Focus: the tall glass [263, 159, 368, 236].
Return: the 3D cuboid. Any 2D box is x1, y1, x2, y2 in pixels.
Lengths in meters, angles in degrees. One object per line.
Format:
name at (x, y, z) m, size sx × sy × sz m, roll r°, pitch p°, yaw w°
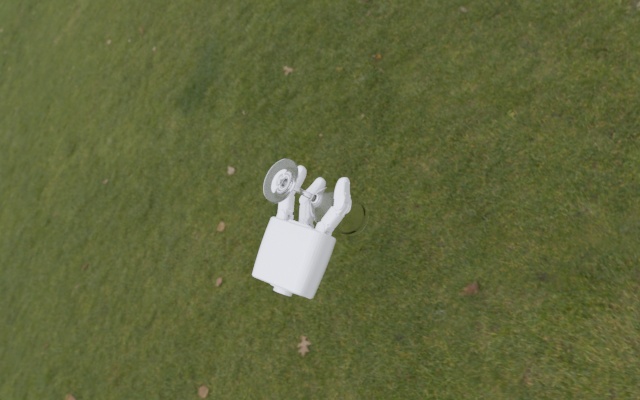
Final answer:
tall glass at (0.000, 0.002, 0.809) m, size 0.079 × 0.079 × 0.201 m, roll 0°, pitch -19°, yaw 42°
